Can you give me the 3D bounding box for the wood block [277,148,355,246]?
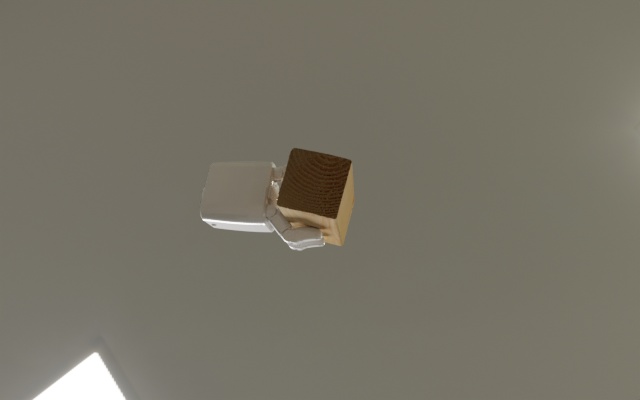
[{"bbox_3d":[0.000,0.002,0.759,0.090,0.090,0.206,13,-14,8],"label":"wood block"}]
